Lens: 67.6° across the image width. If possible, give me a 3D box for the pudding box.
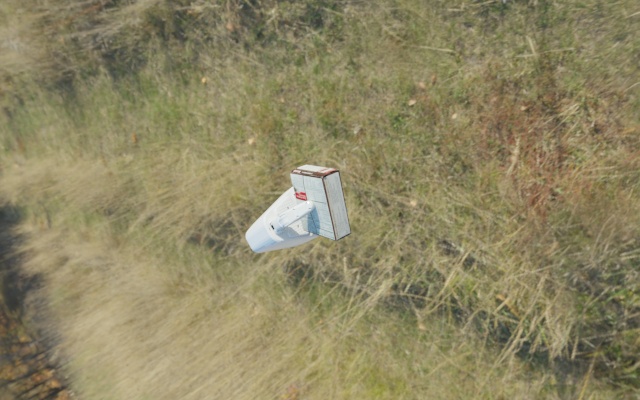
[{"bbox_3d":[0.000,0.003,0.774,0.039,0.113,0.090,-28,25,-33],"label":"pudding box"}]
